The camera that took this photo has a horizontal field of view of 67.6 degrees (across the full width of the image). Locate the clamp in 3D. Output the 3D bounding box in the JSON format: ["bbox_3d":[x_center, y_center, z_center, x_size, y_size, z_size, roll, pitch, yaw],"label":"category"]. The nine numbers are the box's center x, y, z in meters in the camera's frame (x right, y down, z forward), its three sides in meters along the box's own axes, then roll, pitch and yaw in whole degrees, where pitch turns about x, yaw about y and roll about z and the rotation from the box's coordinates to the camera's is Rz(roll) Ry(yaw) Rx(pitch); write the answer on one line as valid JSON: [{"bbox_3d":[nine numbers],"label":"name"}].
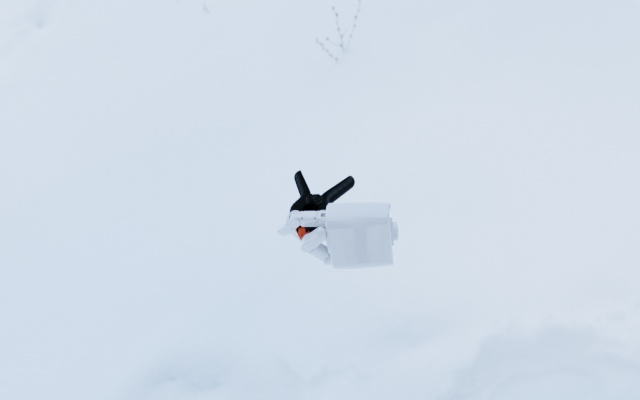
[{"bbox_3d":[0.000,0.003,0.882,0.120,0.039,0.171,-3,44,12],"label":"clamp"}]
